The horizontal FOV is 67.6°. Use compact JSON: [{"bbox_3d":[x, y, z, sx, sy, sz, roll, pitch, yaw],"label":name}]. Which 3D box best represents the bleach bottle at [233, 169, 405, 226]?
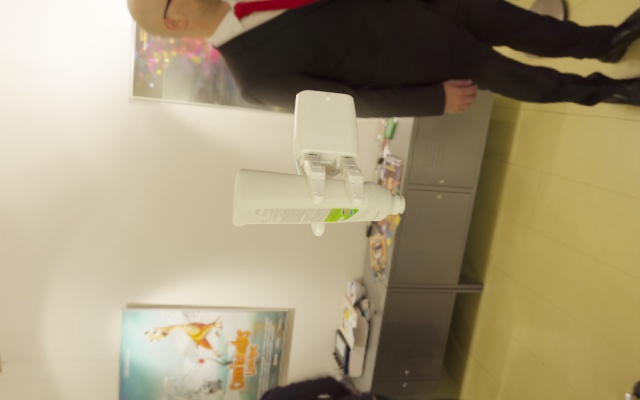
[{"bbox_3d":[0.000,0.002,0.708,0.251,0.068,0.103,3,-20,-14],"label":"bleach bottle"}]
